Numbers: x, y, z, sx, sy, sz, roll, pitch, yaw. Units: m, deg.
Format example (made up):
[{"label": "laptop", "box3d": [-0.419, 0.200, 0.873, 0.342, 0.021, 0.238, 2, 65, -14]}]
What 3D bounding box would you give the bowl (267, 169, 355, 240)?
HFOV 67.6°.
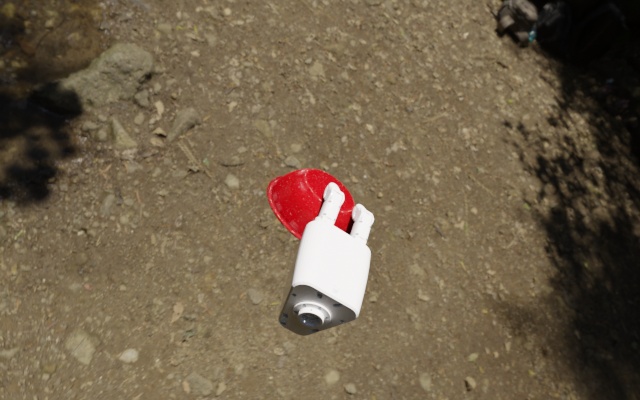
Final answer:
[{"label": "bowl", "box3d": [0.000, 0.001, 0.737, 0.162, 0.162, 0.055, 0, -43, -50]}]
